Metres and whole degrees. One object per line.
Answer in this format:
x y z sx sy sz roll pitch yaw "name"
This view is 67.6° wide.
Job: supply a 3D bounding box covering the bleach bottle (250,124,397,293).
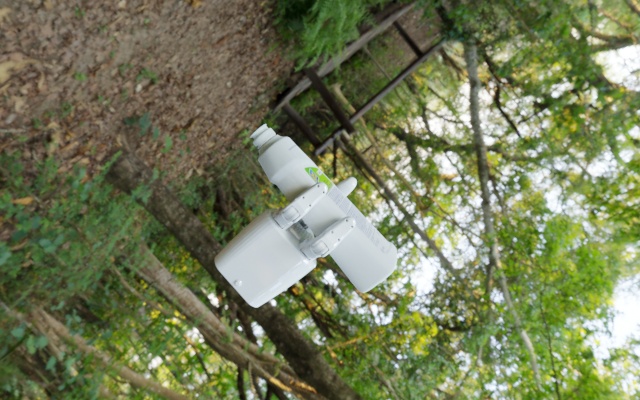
0.000 0.002 0.642 0.068 0.251 0.102 -39 5 14 "bleach bottle"
